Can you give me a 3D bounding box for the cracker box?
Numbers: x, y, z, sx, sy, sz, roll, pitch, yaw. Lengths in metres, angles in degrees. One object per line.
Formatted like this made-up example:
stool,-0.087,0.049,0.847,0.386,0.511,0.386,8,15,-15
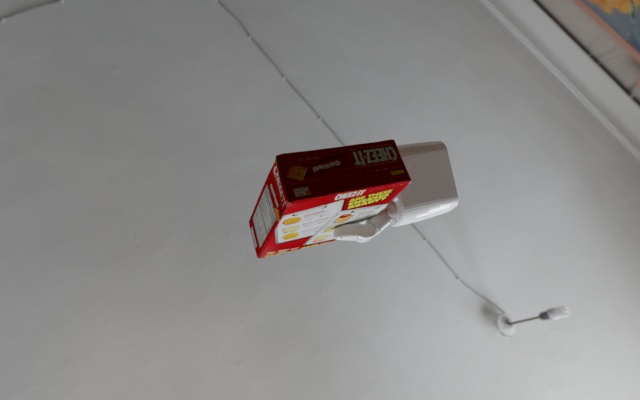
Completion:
cracker box,0.000,0.002,0.659,0.164,0.072,0.214,-11,-20,-22
